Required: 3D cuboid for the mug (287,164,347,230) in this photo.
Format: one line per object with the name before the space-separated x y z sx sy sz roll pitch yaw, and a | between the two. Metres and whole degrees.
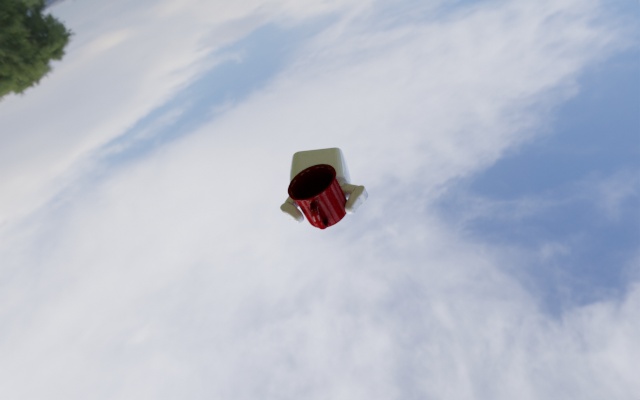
mug | 0.000 0.004 0.842 0.093 0.081 0.117 -19 38 14
